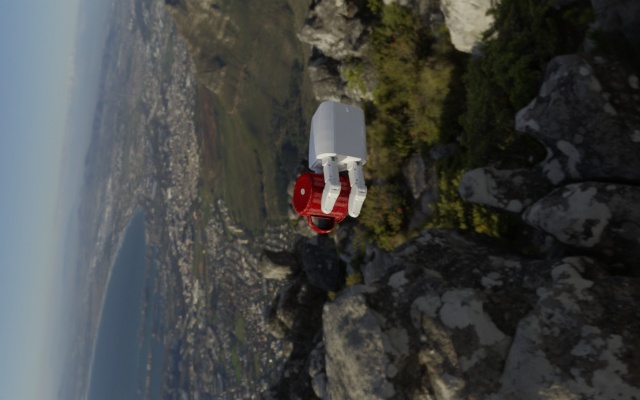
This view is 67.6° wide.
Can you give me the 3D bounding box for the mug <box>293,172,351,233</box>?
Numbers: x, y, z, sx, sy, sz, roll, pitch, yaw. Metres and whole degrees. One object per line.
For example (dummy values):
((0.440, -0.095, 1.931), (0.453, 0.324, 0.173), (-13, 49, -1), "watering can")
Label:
((0.000, 0.004, 0.894), (0.081, 0.117, 0.093), (8, -16, -28), "mug")
